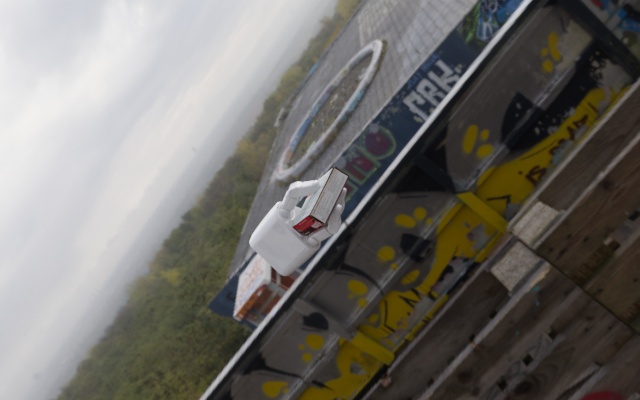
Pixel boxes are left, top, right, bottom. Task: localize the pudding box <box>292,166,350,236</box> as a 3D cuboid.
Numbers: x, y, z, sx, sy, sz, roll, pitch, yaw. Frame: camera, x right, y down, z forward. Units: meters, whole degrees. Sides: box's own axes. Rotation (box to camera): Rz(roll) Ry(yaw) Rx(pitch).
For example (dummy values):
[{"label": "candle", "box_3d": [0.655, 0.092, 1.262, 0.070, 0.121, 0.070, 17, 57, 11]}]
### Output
[{"label": "pudding box", "box_3d": [0.000, 0.003, 0.871, 0.039, 0.113, 0.090, 31, -26, -13]}]
